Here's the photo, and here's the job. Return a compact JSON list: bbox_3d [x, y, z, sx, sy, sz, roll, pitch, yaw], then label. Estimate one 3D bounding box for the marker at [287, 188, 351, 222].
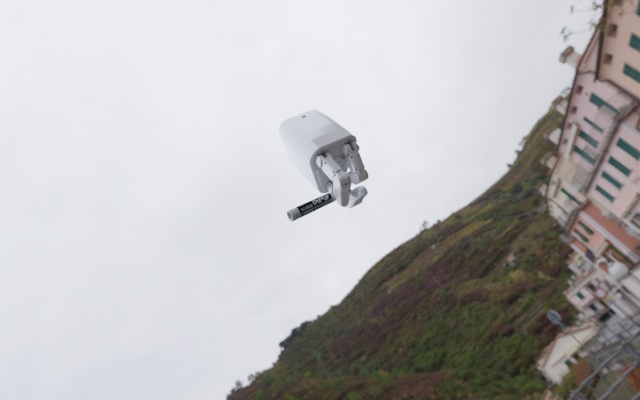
[{"bbox_3d":[0.000,0.003,0.774,0.121,0.020,0.020,-25,12,-28],"label":"marker"}]
